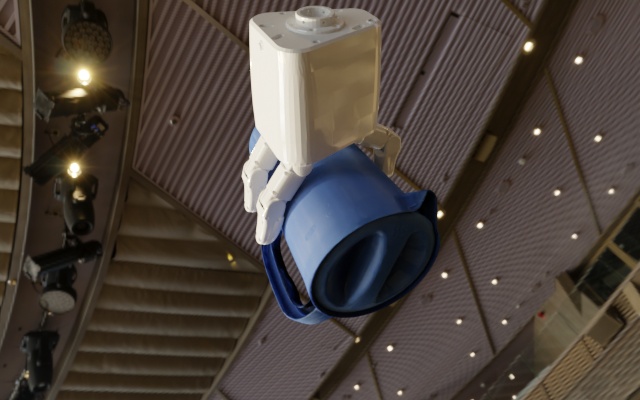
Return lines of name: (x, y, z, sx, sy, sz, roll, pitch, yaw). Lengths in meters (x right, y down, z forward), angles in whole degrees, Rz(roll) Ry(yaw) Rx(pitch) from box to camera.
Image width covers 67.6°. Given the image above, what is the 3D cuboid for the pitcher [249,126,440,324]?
pitcher: (0.000, 0.002, 0.515, 0.149, 0.145, 0.242, -15, 43, -18)
